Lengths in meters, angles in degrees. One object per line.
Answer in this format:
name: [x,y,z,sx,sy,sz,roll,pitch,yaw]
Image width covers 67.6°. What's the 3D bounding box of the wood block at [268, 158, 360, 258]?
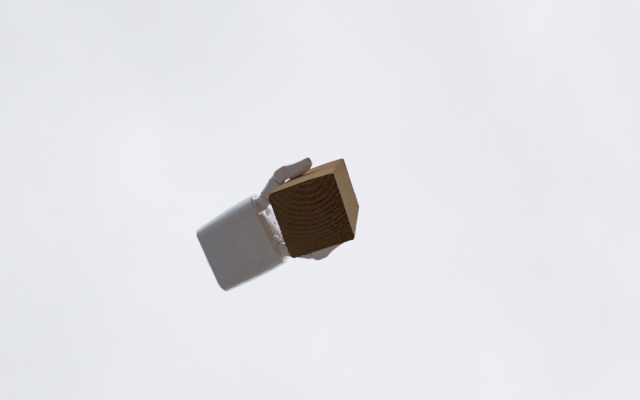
wood block: [0.000,0.002,0.694,0.090,0.091,0.206,-18,8,9]
